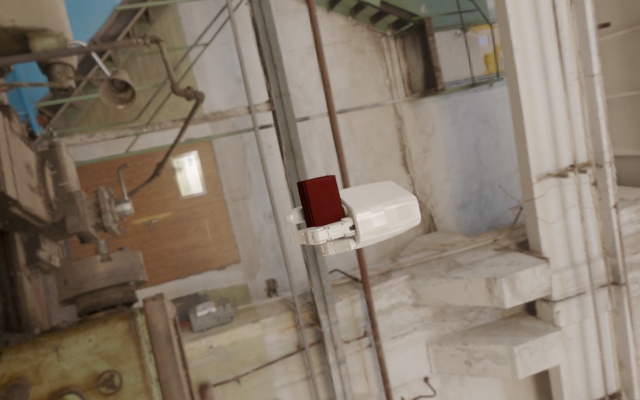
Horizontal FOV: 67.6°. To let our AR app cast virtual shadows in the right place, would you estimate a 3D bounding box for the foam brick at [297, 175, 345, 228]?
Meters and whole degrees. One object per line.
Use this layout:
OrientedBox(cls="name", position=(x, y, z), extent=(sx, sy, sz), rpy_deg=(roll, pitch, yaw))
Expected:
OrientedBox(cls="foam brick", position=(0.000, 0.002, 0.731), extent=(0.051, 0.078, 0.053), rpy_deg=(-14, 6, -13))
